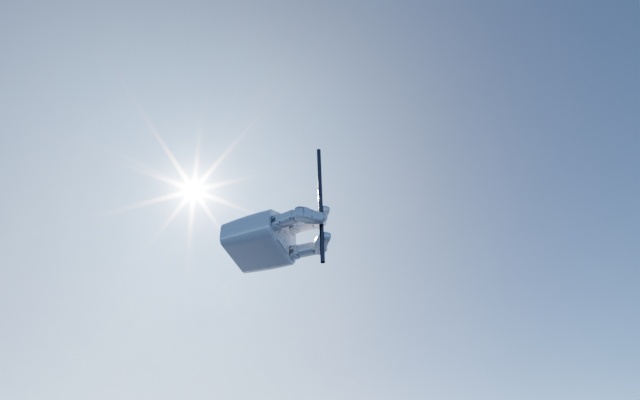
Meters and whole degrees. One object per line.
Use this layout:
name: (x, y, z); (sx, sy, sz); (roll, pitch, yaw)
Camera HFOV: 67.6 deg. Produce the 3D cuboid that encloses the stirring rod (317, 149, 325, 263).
stirring rod: (0.000, 0.003, 0.864); (0.011, 0.239, 0.011); (-1, -33, -1)
